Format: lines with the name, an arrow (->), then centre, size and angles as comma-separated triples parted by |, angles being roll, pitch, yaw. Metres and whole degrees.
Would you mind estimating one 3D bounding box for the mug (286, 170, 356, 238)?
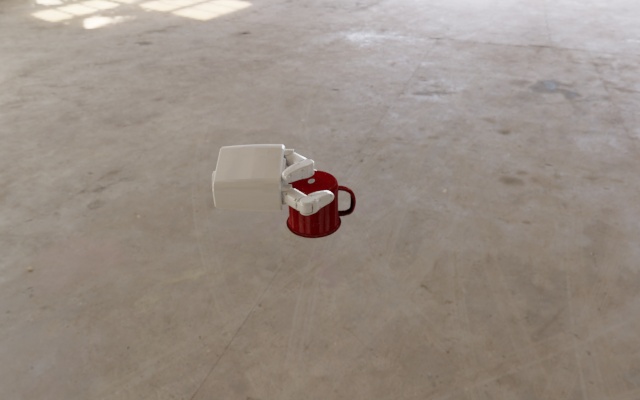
mug -> 0.002, 0.002, 0.787 | 0.117, 0.081, 0.093 | -1, 31, -1
